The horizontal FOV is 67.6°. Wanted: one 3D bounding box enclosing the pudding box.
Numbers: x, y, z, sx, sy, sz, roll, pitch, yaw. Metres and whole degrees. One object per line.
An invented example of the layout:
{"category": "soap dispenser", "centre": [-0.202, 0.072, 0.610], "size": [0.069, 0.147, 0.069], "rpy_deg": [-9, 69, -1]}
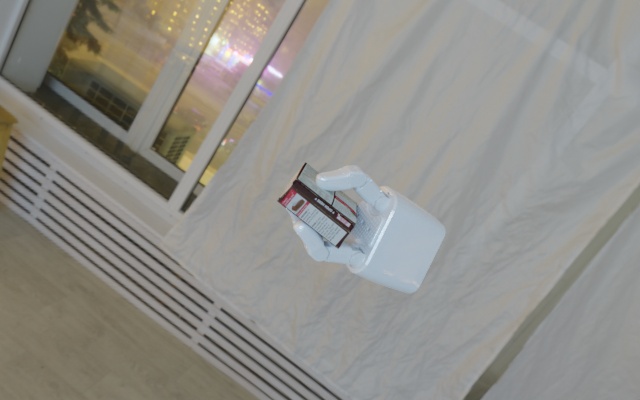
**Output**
{"category": "pudding box", "centre": [0.000, 0.002, 0.583], "size": [0.090, 0.039, 0.113], "rpy_deg": [37, 12, -5]}
